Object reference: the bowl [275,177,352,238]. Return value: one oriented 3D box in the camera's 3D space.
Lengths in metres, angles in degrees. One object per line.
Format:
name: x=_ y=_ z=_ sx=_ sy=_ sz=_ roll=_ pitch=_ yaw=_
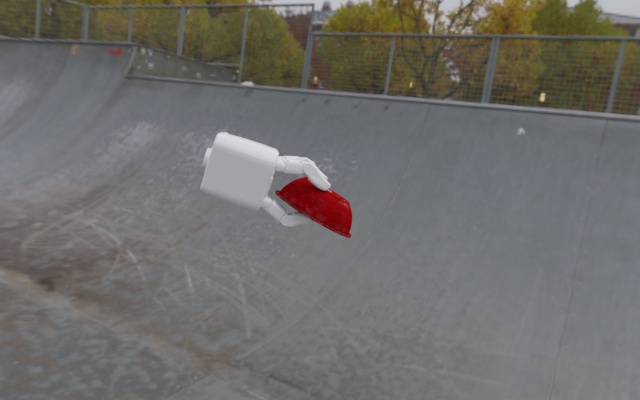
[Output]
bowl: x=0.001 y=0.003 z=0.867 sx=0.162 sy=0.055 sz=0.162 roll=31 pitch=4 yaw=-3
